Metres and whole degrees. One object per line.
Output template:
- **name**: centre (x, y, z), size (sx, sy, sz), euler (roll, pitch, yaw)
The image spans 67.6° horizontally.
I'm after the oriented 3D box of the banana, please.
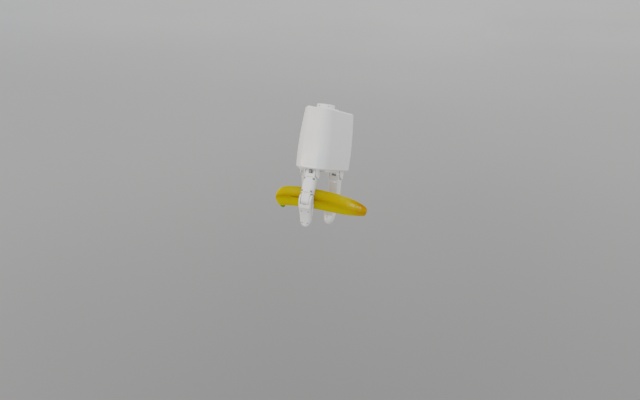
- **banana**: centre (-0.013, -0.001, 0.859), size (0.198, 0.037, 0.070), euler (7, -8, 36)
